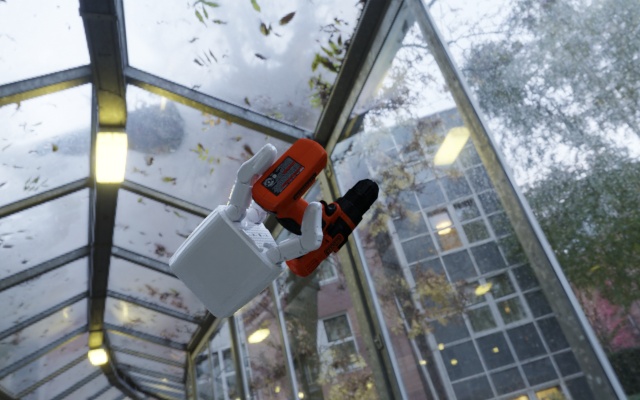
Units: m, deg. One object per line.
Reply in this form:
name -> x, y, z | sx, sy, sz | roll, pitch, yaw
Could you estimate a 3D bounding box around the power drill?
power drill -> 0.000, 0.002, 0.658 | 0.057, 0.184, 0.188 | 33, -16, 37
